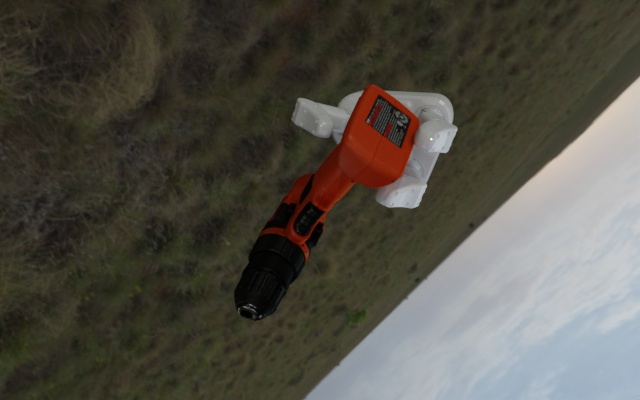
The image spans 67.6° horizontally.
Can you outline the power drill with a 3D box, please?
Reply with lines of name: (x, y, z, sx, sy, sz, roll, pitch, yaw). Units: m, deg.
power drill: (0.000, 0.001, 0.419, 0.057, 0.184, 0.188, 35, -48, -10)
